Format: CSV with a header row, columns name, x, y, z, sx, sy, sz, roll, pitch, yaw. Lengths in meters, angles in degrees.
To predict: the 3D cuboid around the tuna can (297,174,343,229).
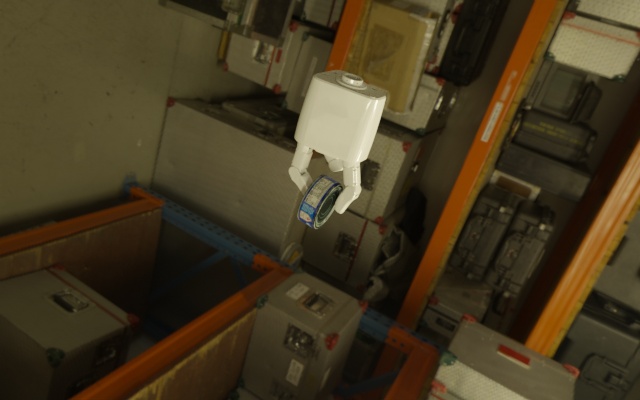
name,x,y,z,sx,sy,sz,roll,pitch,yaw
tuna can,0.001,0.003,0.770,0.033,0.086,0.086,31,10,17
